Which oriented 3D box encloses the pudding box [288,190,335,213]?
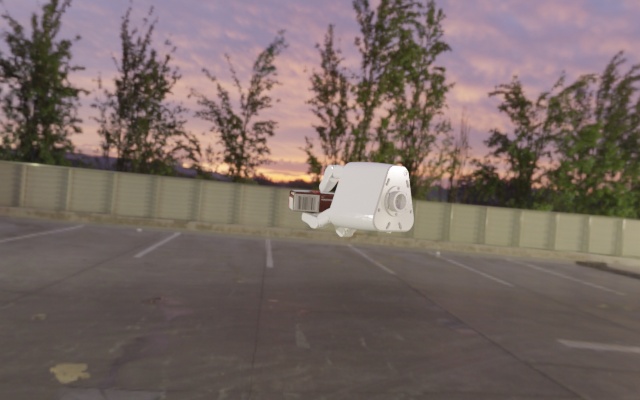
[{"bbox_3d":[0.000,0.003,0.893,0.113,0.039,0.090,6,1,-9],"label":"pudding box"}]
